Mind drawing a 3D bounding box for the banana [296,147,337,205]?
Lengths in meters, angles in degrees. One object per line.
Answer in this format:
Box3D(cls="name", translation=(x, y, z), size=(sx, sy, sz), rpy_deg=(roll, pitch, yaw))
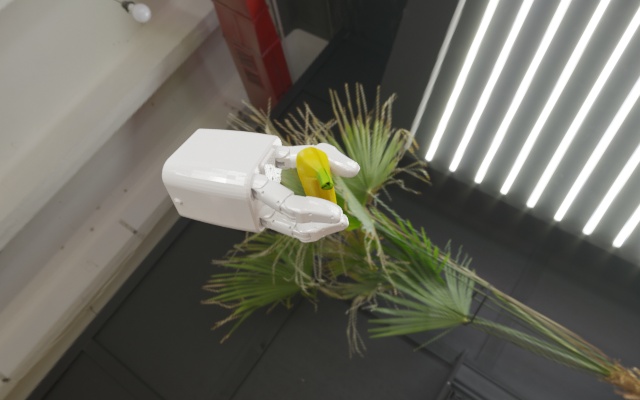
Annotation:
Box3D(cls="banana", translation=(-0.003, -0.017, 0.557), size=(0.037, 0.069, 0.198), rpy_deg=(-10, -15, 2))
